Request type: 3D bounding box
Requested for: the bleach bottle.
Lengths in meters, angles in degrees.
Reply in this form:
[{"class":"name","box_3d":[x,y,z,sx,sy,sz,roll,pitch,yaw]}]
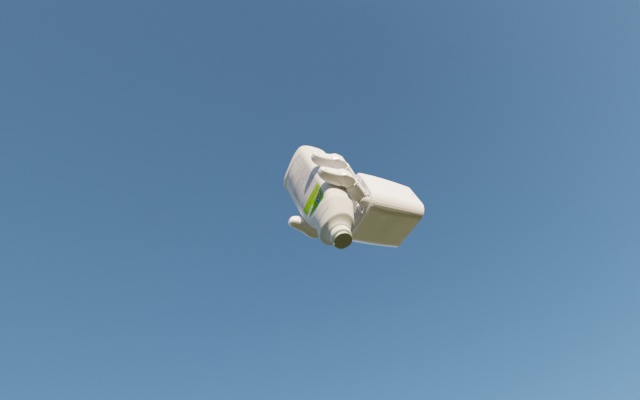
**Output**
[{"class":"bleach bottle","box_3d":[0.000,0.002,0.794,0.068,0.103,0.250,13,26,-22]}]
